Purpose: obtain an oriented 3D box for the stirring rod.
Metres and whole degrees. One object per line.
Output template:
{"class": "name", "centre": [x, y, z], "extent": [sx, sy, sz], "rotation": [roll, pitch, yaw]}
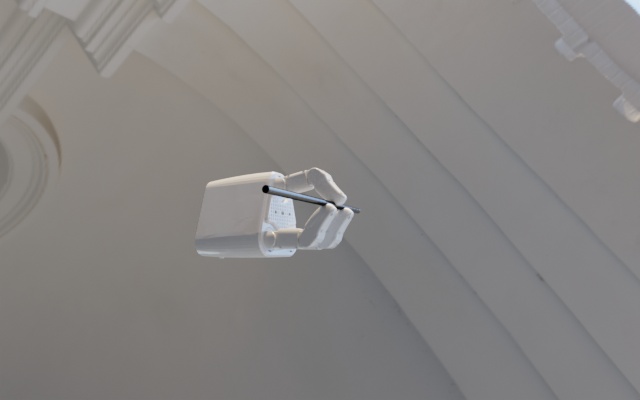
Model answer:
{"class": "stirring rod", "centre": [0.000, 0.002, 0.553], "extent": [0.011, 0.011, 0.239], "rotation": [0, -6, 25]}
